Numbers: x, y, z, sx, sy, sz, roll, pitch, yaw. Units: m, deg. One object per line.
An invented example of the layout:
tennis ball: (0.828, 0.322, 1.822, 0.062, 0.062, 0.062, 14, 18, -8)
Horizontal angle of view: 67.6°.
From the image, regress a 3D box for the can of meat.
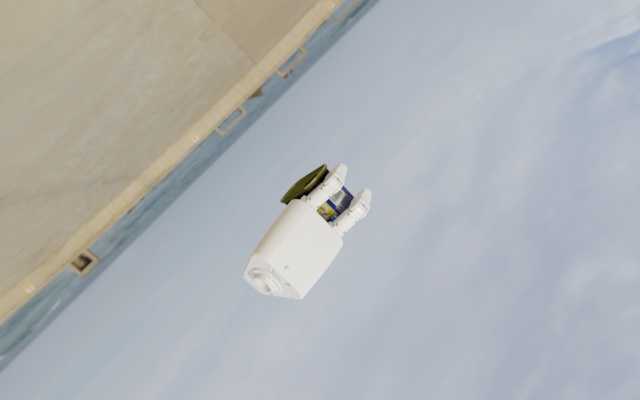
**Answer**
can of meat: (0.000, 0.003, 0.738, 0.102, 0.084, 0.057, -28, 20, 52)
